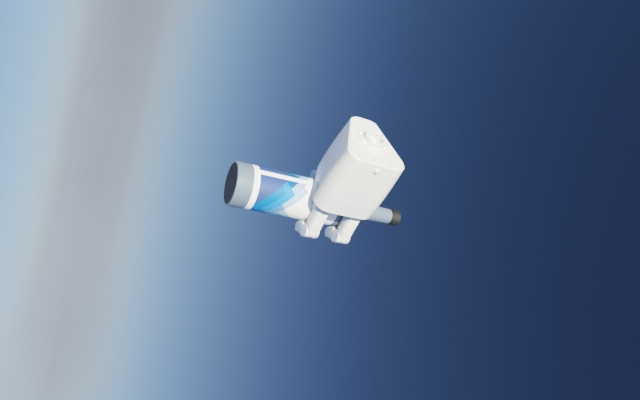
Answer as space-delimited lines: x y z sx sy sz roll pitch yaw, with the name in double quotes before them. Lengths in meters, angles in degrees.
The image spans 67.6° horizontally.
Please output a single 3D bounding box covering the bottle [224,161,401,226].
"bottle" 0.000 0.002 0.754 0.296 0.069 0.069 12 -5 -25
